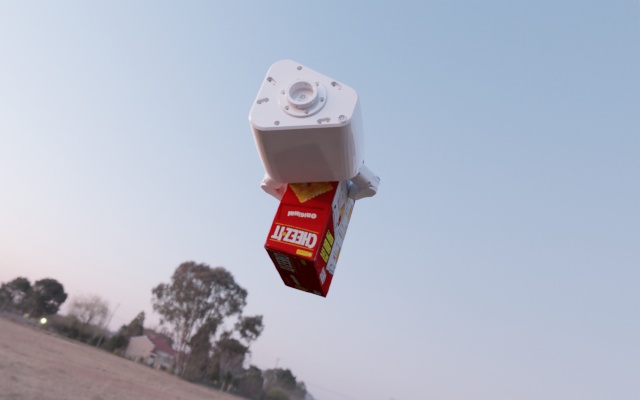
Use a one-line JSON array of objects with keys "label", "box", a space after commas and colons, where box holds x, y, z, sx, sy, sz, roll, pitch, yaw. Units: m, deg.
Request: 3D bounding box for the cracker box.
[{"label": "cracker box", "box": [0.000, 0.002, 0.643, 0.072, 0.213, 0.164, 13, -24, 12]}]
